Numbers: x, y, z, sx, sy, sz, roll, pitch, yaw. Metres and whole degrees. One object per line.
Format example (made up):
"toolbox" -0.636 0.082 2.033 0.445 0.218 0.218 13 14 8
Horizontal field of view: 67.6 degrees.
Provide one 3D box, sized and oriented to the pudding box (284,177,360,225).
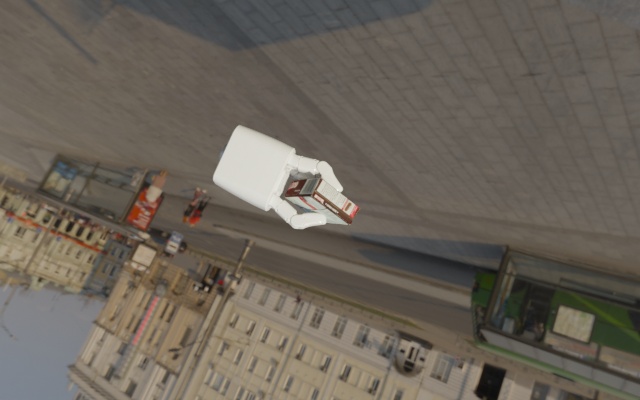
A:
"pudding box" 0.000 0.003 0.810 0.090 0.039 0.113 36 -14 -22
